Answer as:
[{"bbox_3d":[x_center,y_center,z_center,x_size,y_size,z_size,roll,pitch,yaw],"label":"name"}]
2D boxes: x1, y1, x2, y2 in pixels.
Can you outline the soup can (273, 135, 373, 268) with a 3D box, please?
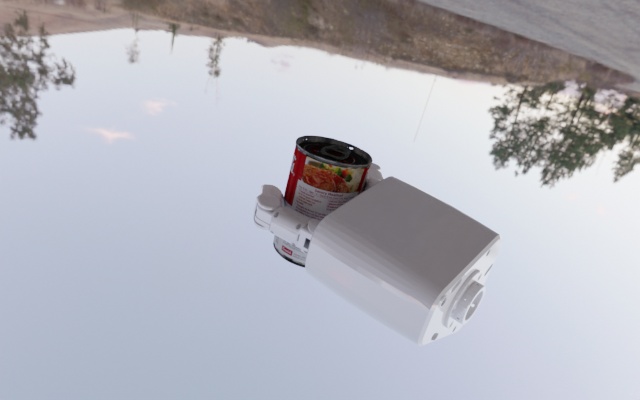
[{"bbox_3d":[0.000,0.001,0.428,0.068,0.102,0.068,13,23,-5],"label":"soup can"}]
